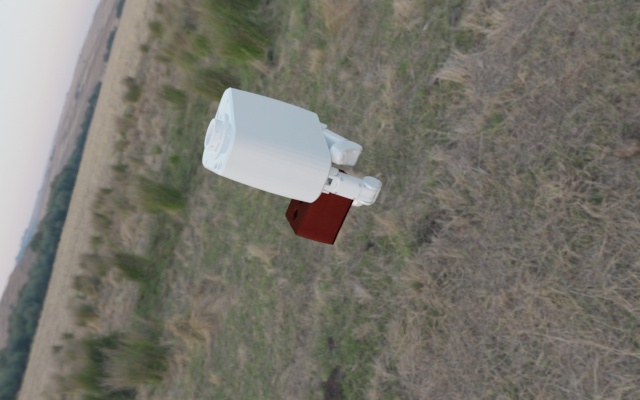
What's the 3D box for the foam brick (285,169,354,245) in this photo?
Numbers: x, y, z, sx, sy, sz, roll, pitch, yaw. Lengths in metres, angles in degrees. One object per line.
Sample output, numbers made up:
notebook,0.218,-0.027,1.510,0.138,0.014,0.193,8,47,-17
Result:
foam brick,0.000,0.002,0.553,0.051,0.078,0.053,14,20,-27
